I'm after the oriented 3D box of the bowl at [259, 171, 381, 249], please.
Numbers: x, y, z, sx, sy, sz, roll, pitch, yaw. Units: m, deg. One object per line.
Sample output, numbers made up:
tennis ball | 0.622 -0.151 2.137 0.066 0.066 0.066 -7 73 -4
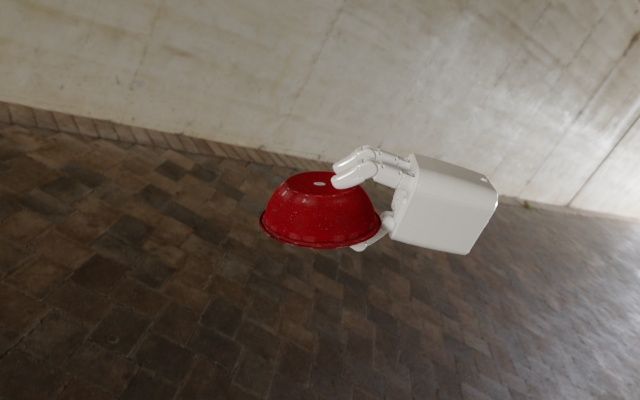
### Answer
bowl | -0.001 0.002 0.621 0.162 0.055 0.162 1 23 0
